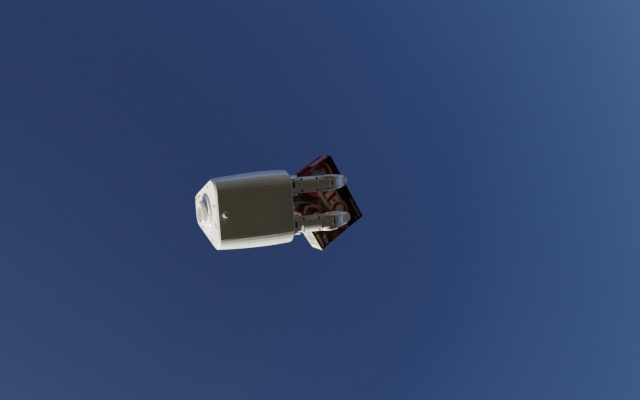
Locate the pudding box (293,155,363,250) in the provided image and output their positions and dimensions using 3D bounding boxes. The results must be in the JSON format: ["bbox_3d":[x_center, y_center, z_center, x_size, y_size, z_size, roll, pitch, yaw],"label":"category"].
[{"bbox_3d":[0.000,0.002,0.714,0.090,0.113,0.039,-38,22,-24],"label":"pudding box"}]
